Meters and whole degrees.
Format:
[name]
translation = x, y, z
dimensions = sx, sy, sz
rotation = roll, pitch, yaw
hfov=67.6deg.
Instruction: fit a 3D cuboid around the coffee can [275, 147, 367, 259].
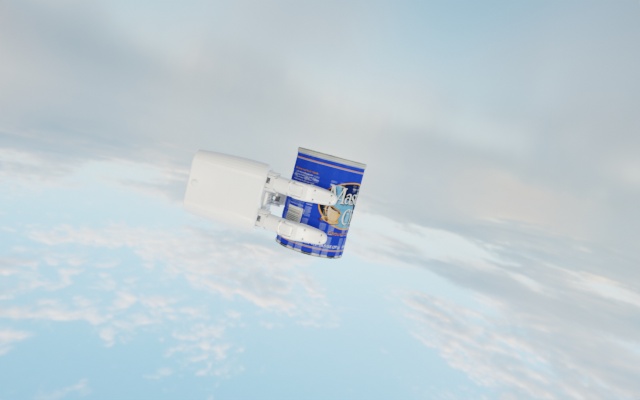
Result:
[coffee can]
translation = 0.000, 0.002, 0.697
dimensions = 0.103, 0.140, 0.103
rotation = 15, 6, -2
